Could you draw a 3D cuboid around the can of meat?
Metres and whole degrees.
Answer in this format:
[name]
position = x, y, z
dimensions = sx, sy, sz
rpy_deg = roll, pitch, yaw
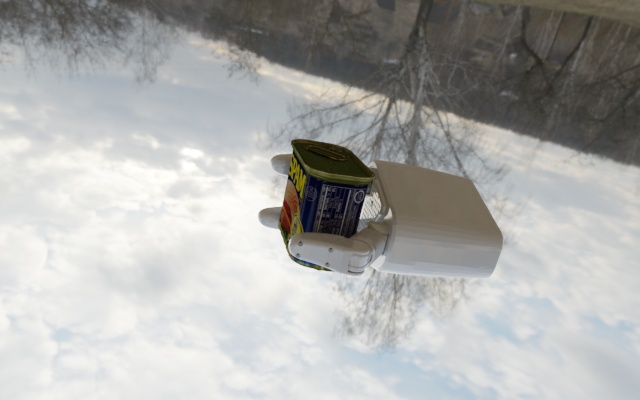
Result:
[can of meat]
position = 0.000, 0.002, 0.412
dimensions = 0.057, 0.084, 0.102
rpy_deg = 7, 20, -16
